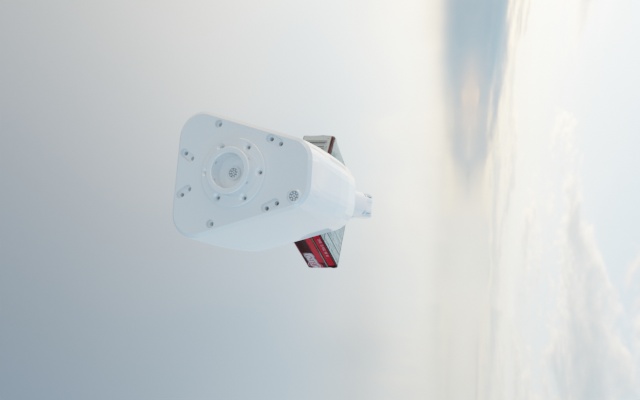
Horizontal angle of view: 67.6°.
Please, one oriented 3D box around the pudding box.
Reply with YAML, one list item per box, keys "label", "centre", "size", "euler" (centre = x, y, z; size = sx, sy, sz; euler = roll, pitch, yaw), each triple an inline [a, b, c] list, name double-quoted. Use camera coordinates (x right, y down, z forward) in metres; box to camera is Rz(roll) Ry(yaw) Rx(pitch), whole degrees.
- label: "pudding box"
  centre: [0.000, 0.002, 0.500]
  size: [0.039, 0.113, 0.090]
  euler: [1, -36, 20]
